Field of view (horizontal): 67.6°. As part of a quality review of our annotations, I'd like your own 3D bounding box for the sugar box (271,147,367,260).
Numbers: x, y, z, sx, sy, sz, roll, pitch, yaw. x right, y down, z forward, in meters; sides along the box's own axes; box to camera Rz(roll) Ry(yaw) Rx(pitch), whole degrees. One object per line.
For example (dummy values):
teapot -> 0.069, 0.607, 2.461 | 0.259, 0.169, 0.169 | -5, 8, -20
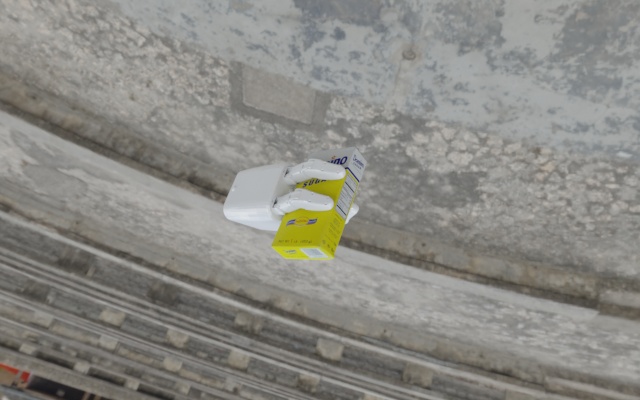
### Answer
sugar box -> 0.000, 0.002, 0.715 | 0.093, 0.176, 0.048 | -4, -34, 37
